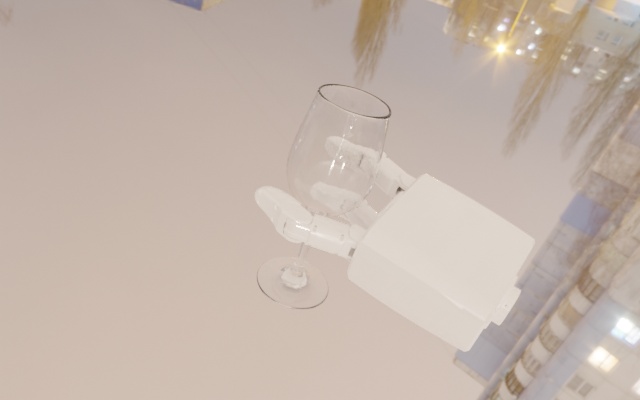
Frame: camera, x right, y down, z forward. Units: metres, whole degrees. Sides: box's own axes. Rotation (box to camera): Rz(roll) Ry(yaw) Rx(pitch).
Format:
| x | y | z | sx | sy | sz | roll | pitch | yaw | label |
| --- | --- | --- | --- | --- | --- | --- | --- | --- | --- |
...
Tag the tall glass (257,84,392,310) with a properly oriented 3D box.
| x | y | z | sx | sy | sz | roll | pitch | yaw | label |
| --- | --- | --- | --- | --- | --- | --- | --- | --- | --- |
| 0.000 | 0.002 | 0.429 | 0.079 | 0.201 | 0.079 | 13 | 31 | -8 | tall glass |
